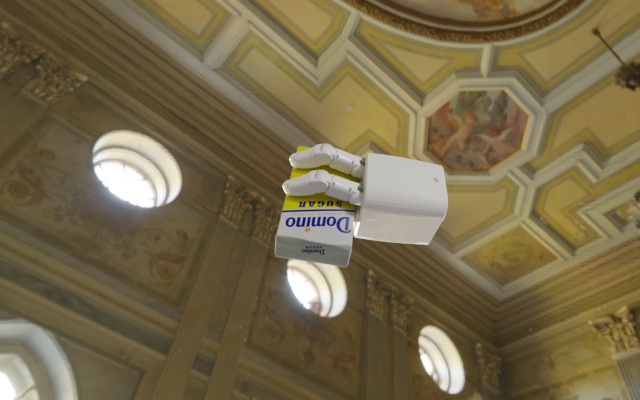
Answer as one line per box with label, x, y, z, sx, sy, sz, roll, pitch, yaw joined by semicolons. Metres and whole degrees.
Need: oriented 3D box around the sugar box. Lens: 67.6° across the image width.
sugar box;0.000;0.002;0.632;0.093;0.048;0.176;8;42;0
